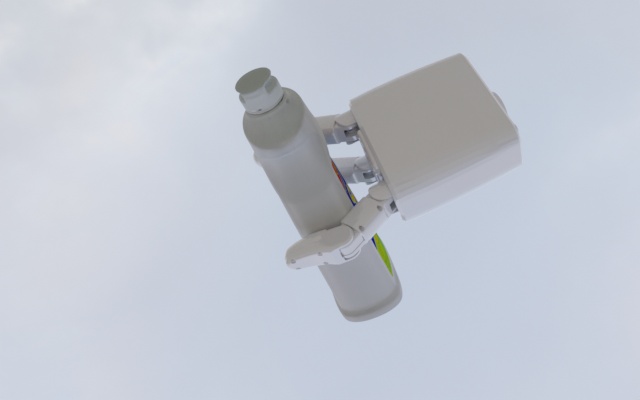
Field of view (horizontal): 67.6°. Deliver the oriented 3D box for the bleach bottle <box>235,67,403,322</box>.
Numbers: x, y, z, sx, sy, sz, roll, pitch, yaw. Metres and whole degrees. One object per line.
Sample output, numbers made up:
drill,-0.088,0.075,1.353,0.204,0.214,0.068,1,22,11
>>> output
bleach bottle,0.000,0.001,0.411,0.068,0.102,0.251,-24,-46,6
